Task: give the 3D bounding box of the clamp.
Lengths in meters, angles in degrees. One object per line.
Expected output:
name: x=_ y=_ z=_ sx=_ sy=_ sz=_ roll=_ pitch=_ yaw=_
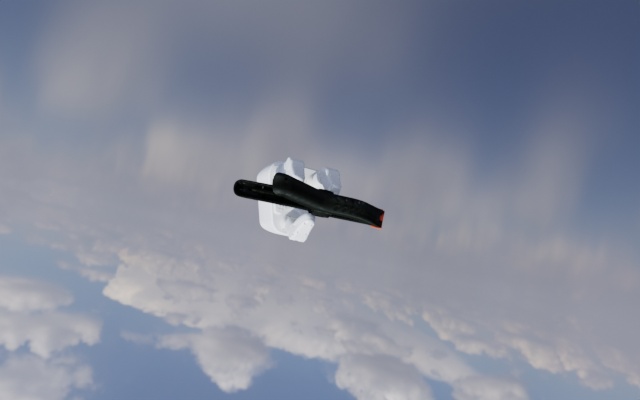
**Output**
clamp: x=0.000 y=0.003 z=0.631 sx=0.210 sy=0.036 sz=0.164 roll=15 pitch=-6 yaw=-19
